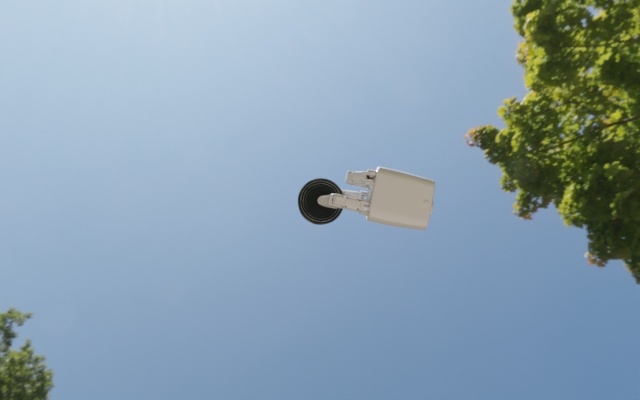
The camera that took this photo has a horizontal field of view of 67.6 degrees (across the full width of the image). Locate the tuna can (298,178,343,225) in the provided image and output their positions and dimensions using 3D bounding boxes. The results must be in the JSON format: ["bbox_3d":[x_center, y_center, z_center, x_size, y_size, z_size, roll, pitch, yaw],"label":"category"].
[{"bbox_3d":[0.000,0.003,0.890,0.086,0.086,0.034,0,-5,-3],"label":"tuna can"}]
